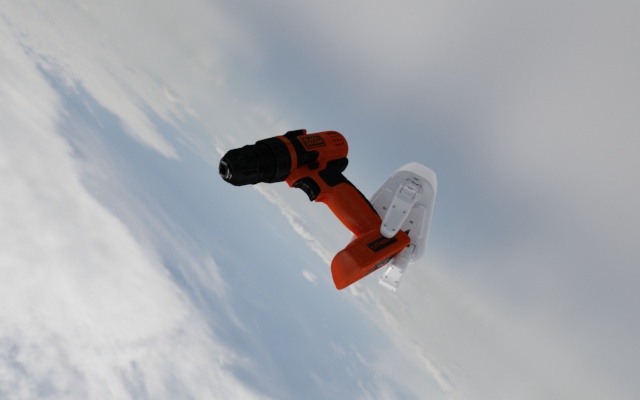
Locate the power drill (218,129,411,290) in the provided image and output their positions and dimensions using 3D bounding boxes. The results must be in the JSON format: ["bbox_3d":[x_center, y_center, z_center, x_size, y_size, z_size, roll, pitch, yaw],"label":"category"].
[{"bbox_3d":[0.000,0.002,0.531,0.184,0.187,0.057,-19,-22,-43],"label":"power drill"}]
